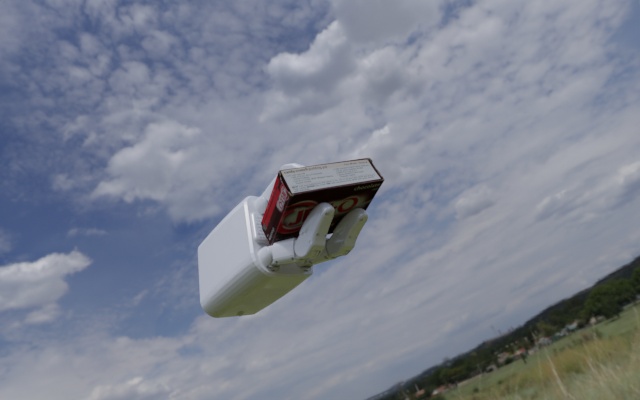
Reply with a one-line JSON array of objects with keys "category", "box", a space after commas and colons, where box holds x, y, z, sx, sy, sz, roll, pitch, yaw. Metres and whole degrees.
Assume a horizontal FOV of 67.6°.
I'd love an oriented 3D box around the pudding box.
[{"category": "pudding box", "box": [0.000, 0.002, 0.510, 0.113, 0.039, 0.090, -13, -31, -29]}]
